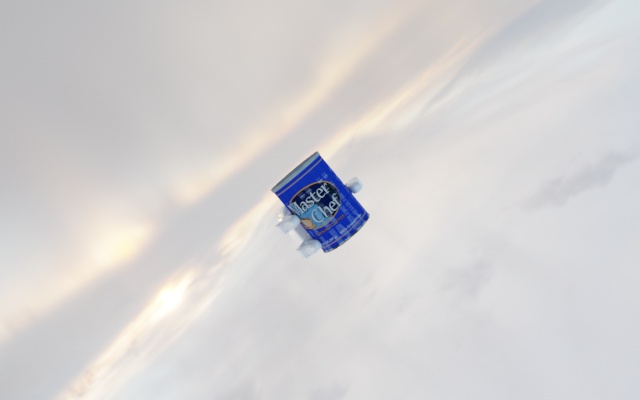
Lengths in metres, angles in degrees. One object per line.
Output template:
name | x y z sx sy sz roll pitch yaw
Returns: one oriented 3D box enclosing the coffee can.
coffee can | 0.000 0.002 0.805 0.103 0.140 0.103 -39 7 6
